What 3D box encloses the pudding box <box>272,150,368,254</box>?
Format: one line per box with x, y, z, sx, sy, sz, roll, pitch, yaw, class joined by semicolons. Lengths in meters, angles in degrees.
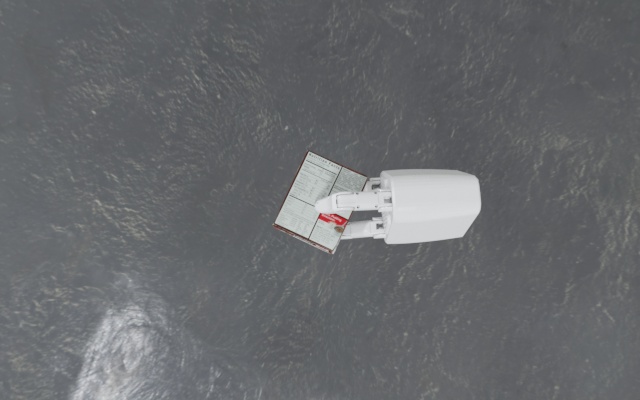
0.000;0.002;0.630;0.090;0.113;0.039;25;-9;3;pudding box
